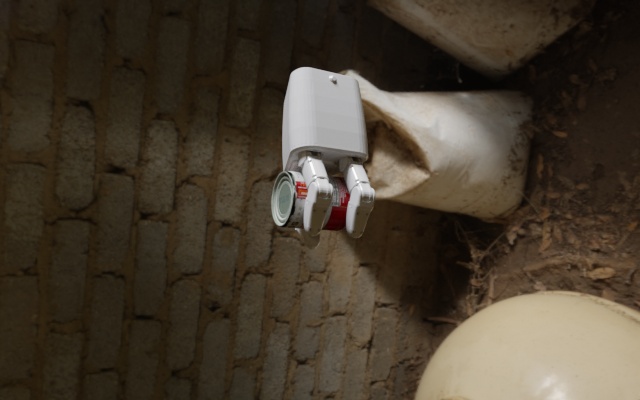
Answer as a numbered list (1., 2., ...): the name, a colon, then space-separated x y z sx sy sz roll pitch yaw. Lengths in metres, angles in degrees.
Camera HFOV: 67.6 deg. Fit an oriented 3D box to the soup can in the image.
1. soup can: 0.000 0.002 0.575 0.102 0.068 0.068 5 -2 -27
